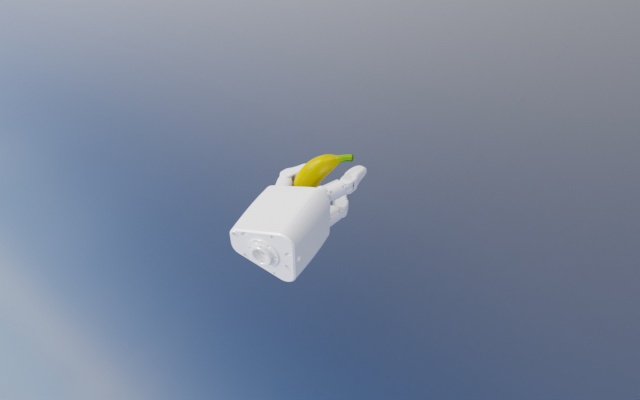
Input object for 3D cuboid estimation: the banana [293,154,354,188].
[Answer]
[{"bbox_3d":[-0.015,-0.008,0.774,0.069,0.198,0.037,26,42,-2],"label":"banana"}]
